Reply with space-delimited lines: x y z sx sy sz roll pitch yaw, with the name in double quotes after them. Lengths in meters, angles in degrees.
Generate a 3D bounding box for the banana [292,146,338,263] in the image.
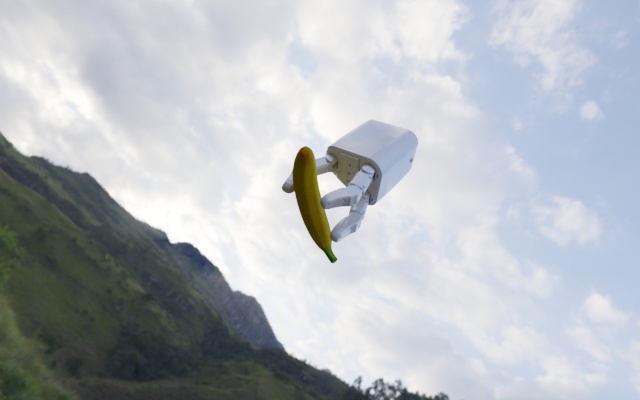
-0.010 0.000 0.712 0.037 0.198 0.069 -32 34 -24 "banana"
